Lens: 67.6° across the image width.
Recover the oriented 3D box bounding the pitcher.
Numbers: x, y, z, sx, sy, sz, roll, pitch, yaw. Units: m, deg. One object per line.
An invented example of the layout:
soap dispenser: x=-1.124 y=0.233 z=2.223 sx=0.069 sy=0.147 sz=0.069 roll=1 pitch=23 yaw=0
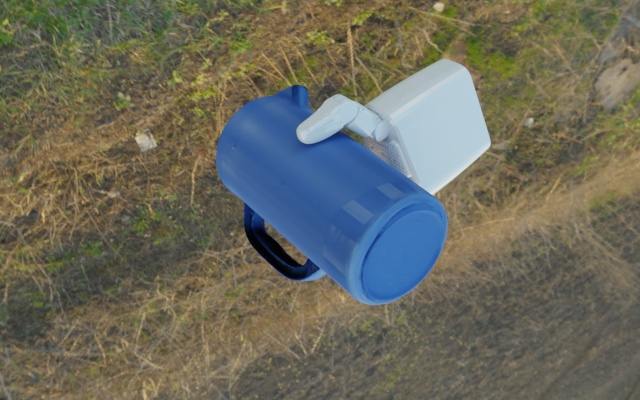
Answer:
pitcher: x=0.000 y=0.001 z=0.478 sx=0.145 sy=0.149 sz=0.242 roll=-35 pitch=43 yaw=-15
